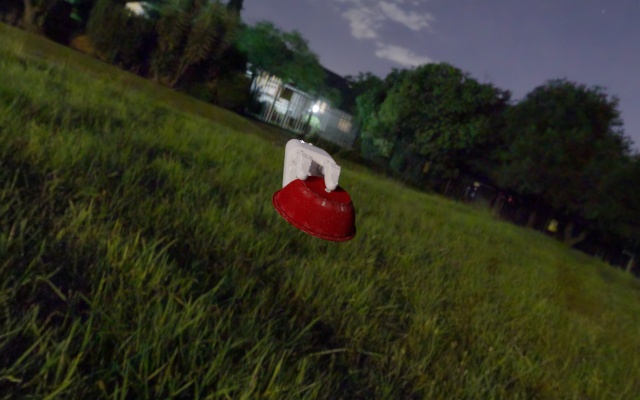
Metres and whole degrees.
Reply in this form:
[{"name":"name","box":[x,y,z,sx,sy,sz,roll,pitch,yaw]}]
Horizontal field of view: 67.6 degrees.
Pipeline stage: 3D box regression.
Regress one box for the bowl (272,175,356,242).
[{"name":"bowl","box":[0.001,0.003,0.830,0.162,0.055,0.162,22,23,-10]}]
